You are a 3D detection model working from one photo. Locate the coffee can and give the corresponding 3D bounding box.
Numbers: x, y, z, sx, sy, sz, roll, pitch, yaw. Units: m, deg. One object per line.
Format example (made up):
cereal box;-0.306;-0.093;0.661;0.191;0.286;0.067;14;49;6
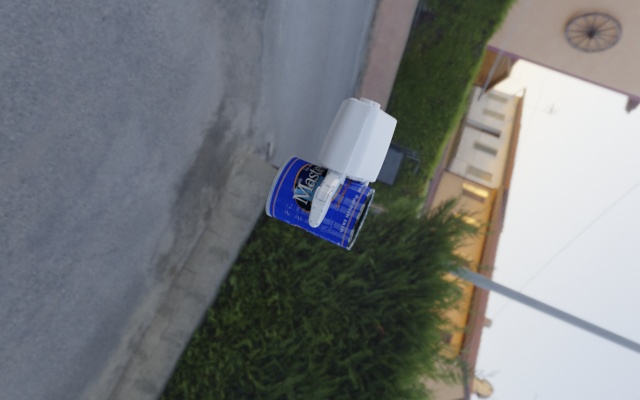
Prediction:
coffee can;0.000;0.003;0.742;0.140;0.103;0.103;23;4;10
